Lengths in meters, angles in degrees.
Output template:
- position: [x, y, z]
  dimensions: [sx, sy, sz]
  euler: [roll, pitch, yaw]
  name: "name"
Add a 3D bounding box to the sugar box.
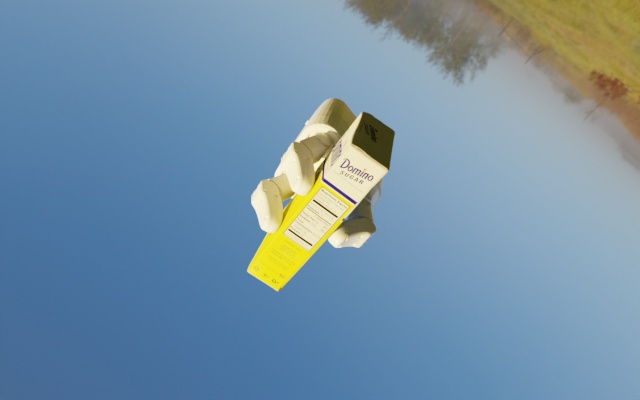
- position: [0.000, 0.001, 0.465]
  dimensions: [0.048, 0.176, 0.093]
  euler: [33, 30, -7]
  name: "sugar box"
